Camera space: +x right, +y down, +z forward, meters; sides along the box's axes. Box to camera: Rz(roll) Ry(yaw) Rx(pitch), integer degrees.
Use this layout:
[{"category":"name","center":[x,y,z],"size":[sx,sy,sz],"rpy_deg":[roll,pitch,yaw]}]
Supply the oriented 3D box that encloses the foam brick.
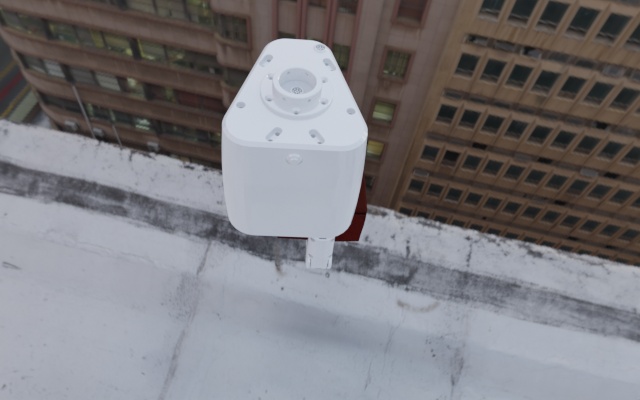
[{"category":"foam brick","center":[0.000,0.001,0.428],"size":[0.078,0.053,0.051],"rpy_deg":[2,-34,-4]}]
